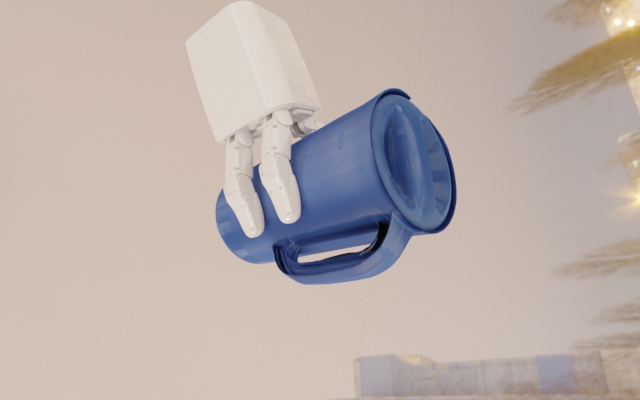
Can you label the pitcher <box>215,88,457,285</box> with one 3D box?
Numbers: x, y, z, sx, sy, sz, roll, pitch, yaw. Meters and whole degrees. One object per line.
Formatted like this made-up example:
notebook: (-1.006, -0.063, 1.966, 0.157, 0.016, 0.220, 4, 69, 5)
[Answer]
pitcher: (0.000, 0.001, 0.483, 0.243, 0.145, 0.149, -20, -1, 40)
